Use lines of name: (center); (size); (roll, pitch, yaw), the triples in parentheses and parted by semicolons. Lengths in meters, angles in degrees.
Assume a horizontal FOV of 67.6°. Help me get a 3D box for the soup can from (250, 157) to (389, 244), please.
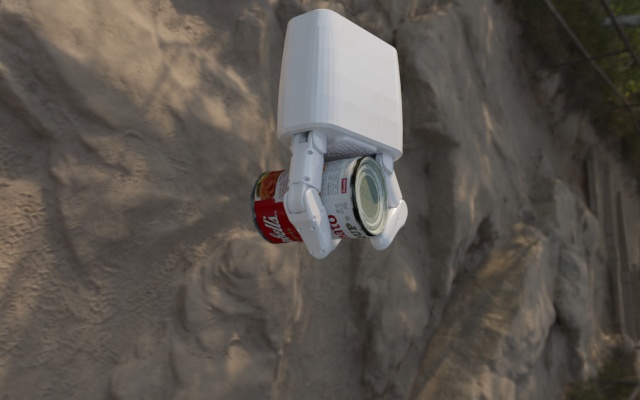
soup can: (0.000, 0.002, 0.415); (0.102, 0.068, 0.068); (-7, -3, 31)
